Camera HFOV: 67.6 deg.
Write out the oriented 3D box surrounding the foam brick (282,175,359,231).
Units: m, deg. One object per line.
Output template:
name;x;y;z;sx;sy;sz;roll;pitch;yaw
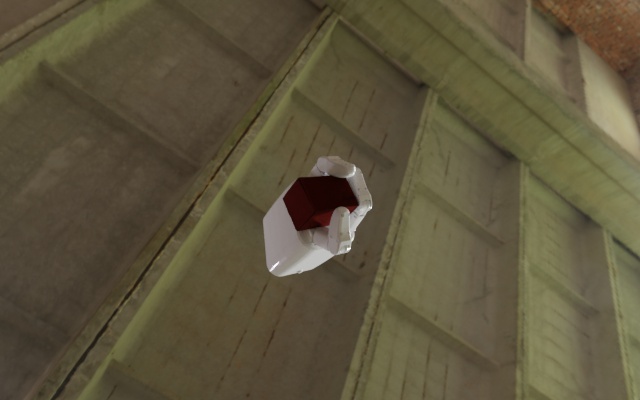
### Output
foam brick;0.000;0.002;0.624;0.078;0.053;0.051;-6;-27;-39
